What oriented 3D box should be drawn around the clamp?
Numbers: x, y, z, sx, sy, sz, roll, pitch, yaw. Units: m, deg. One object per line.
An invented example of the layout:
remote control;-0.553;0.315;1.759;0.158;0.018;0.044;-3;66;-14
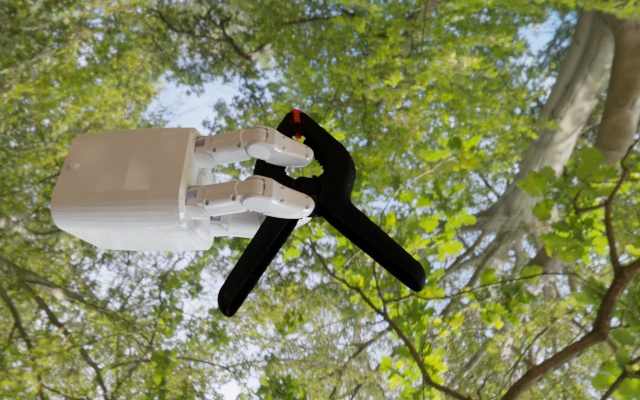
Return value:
clamp;0.000;0.001;0.426;0.164;0.209;0.036;0;-35;-2
